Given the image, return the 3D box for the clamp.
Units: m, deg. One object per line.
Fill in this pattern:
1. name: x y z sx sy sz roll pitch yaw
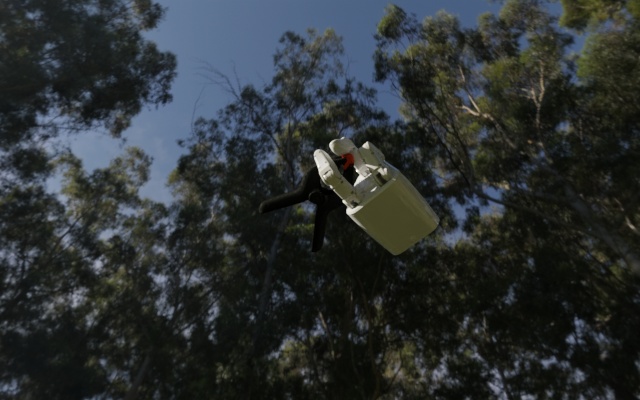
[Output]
1. clamp: 0.000 0.002 0.748 0.171 0.120 0.039 -39 19 21
